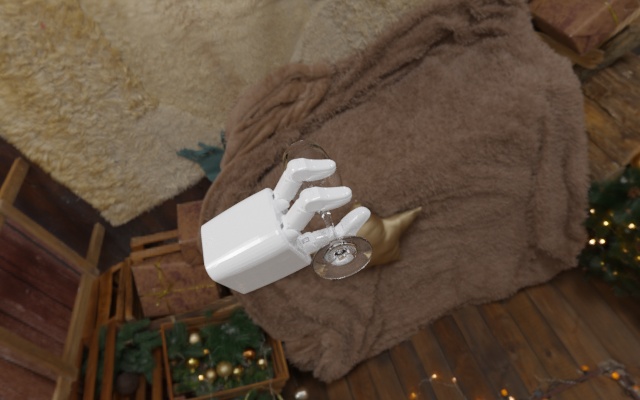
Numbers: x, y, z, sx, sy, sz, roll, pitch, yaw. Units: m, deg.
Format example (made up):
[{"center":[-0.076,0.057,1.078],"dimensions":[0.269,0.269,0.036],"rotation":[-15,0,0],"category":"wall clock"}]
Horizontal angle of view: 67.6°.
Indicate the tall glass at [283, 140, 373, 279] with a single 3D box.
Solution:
[{"center":[0.000,0.002,0.627],"dimensions":[0.079,0.079,0.201],"rotation":[0,42,-20],"category":"tall glass"}]
